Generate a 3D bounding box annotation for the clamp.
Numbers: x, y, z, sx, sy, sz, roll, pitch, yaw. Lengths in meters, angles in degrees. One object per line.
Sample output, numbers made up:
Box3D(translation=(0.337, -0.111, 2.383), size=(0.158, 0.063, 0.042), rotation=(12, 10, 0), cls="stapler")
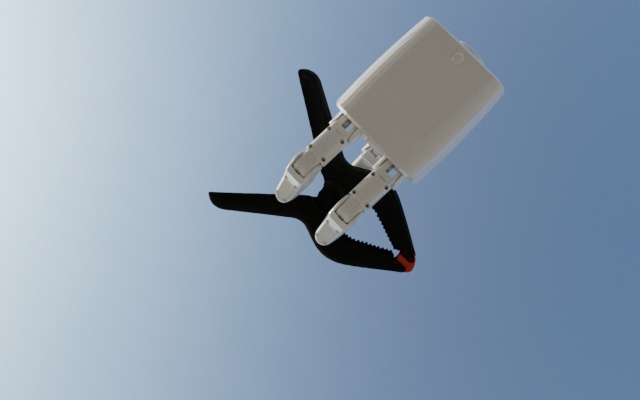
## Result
Box3D(translation=(0.001, 0.002, 0.462), size=(0.164, 0.210, 0.036), rotation=(-45, -7, 13), cls="clamp")
